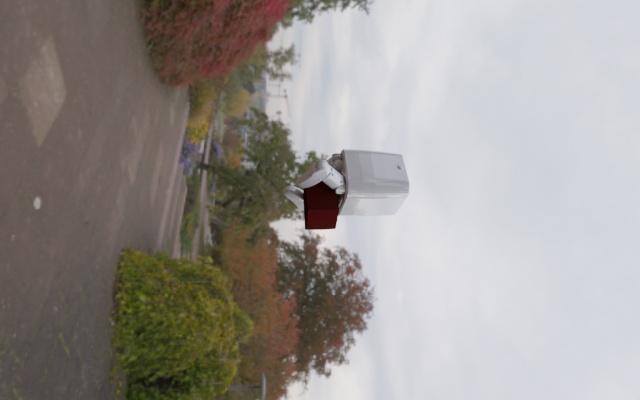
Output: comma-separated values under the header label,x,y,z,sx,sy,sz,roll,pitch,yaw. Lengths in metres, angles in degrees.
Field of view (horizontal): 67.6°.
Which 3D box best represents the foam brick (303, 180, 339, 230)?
label,x,y,z,sx,sy,sz,roll,pitch,yaw
foam brick,0.000,0.003,0.782,0.051,0.078,0.053,2,-41,-7
